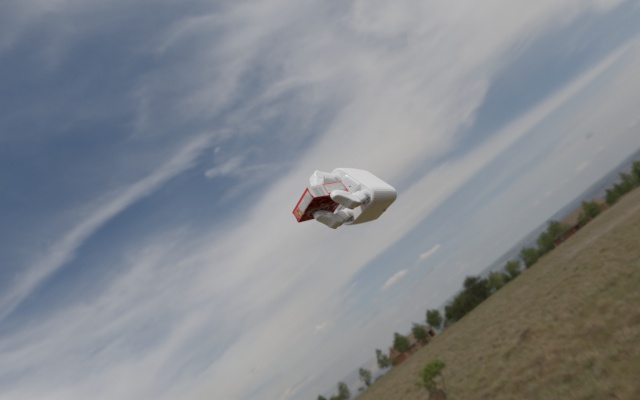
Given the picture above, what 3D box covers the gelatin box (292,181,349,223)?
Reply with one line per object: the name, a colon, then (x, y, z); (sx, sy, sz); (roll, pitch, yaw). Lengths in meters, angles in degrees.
gelatin box: (0.000, 0.003, 0.898); (0.089, 0.030, 0.073); (-10, -34, -40)
